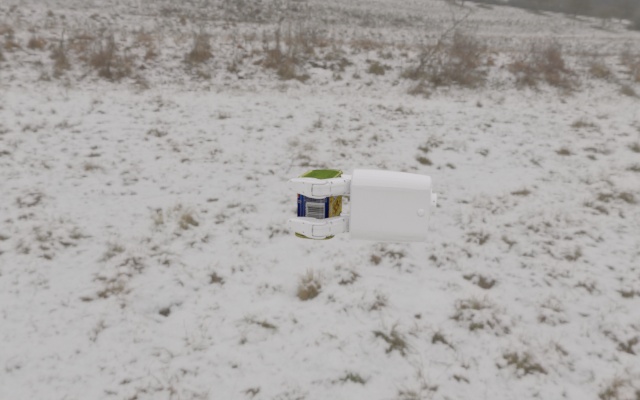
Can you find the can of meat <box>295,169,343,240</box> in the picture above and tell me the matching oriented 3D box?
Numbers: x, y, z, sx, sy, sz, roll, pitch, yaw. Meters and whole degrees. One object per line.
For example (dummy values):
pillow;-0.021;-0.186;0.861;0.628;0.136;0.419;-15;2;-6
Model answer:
can of meat;0.000;0.002;0.699;0.057;0.084;0.102;5;14;14
